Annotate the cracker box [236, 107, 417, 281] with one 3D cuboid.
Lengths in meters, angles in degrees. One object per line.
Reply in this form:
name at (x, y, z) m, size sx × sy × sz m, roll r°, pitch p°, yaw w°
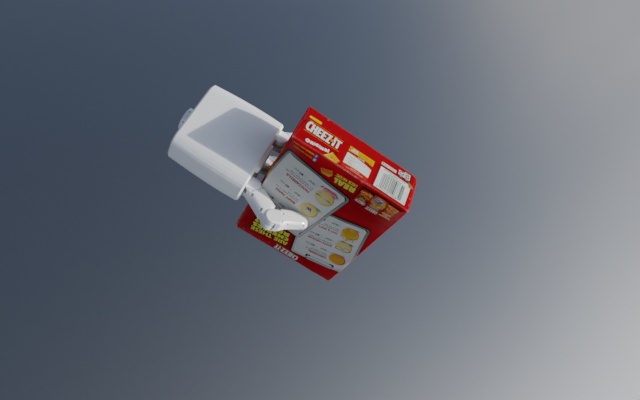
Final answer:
cracker box at (0.000, 0.002, 0.640) m, size 0.164 × 0.072 × 0.214 m, roll 32°, pitch -41°, yaw -7°
